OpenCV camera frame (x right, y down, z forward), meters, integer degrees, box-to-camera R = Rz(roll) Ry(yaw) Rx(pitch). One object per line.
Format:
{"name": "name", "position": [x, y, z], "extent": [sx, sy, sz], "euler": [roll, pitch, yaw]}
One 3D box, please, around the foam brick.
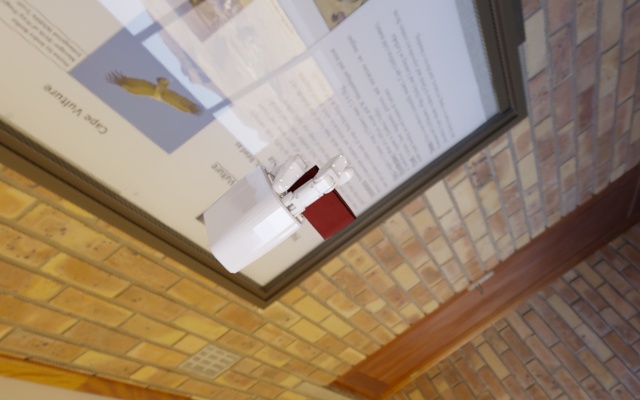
{"name": "foam brick", "position": [0.000, 0.002, 0.623], "extent": [0.051, 0.078, 0.053], "euler": [-38, 19, 4]}
